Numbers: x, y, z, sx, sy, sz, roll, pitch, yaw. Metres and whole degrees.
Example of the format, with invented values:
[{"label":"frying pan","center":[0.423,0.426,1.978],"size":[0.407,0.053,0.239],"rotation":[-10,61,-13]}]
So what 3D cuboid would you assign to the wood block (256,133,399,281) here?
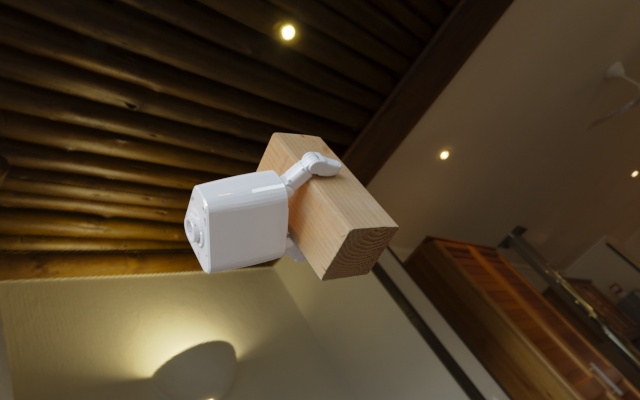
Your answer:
[{"label":"wood block","center":[0.000,0.002,0.665],"size":[0.090,0.091,0.206],"rotation":[0,40,-40]}]
